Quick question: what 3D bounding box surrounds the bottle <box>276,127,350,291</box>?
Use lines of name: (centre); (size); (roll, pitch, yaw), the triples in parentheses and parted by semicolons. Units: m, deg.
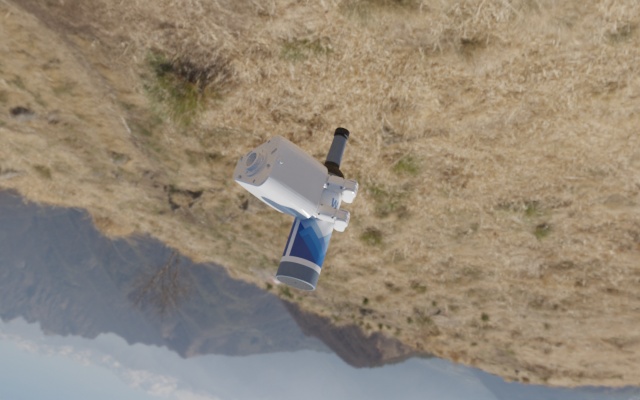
bottle: (0.000, 0.003, 0.817); (0.069, 0.295, 0.069); (15, -23, 6)
